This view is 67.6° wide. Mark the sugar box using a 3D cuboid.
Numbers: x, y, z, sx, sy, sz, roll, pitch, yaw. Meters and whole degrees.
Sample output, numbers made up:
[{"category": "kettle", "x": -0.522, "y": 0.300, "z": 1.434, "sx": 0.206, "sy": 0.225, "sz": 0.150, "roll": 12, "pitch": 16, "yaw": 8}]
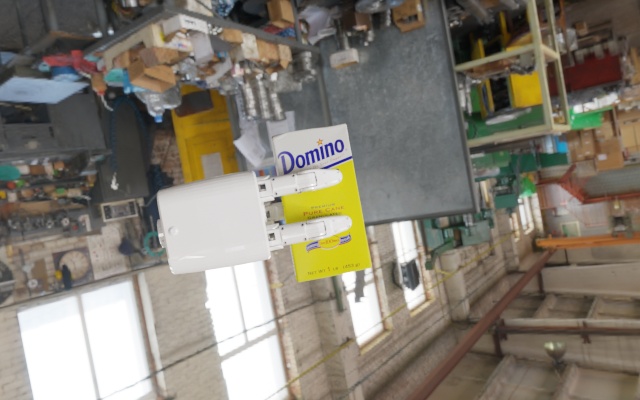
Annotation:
[{"category": "sugar box", "x": 0.000, "y": 0.002, "z": 0.577, "sx": 0.093, "sy": 0.176, "sz": 0.048, "roll": -11, "pitch": 1, "yaw": -7}]
